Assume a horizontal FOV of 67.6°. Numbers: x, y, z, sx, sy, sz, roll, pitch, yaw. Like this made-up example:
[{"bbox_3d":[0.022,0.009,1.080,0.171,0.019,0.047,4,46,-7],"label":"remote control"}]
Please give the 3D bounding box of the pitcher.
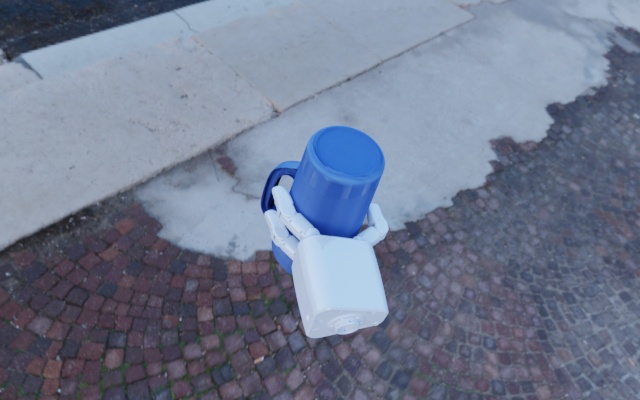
[{"bbox_3d":[0.000,0.002,0.717,0.149,0.145,0.243,-1,-37,-17],"label":"pitcher"}]
